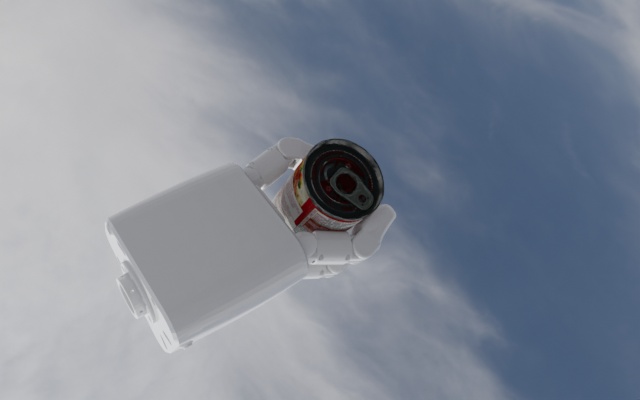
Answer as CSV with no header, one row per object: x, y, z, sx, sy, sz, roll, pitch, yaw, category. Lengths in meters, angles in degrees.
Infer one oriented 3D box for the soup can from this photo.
0.000,0.001,0.405,0.068,0.068,0.102,0,-21,-23,soup can
